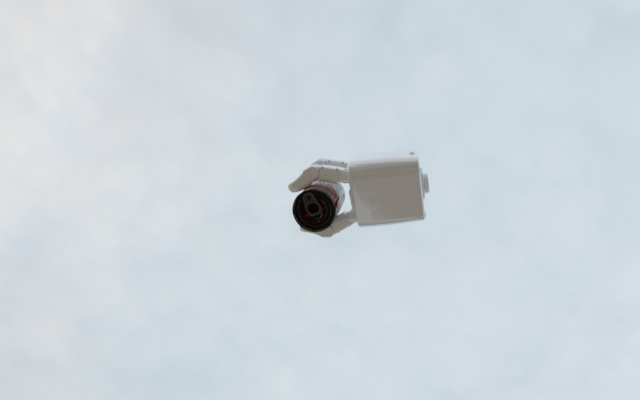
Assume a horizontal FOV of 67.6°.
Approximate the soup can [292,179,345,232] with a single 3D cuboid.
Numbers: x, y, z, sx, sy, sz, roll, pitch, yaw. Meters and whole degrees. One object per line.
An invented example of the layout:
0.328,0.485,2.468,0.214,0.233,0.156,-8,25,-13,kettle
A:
0.000,0.003,0.767,0.068,0.068,0.102,0,15,12,soup can
